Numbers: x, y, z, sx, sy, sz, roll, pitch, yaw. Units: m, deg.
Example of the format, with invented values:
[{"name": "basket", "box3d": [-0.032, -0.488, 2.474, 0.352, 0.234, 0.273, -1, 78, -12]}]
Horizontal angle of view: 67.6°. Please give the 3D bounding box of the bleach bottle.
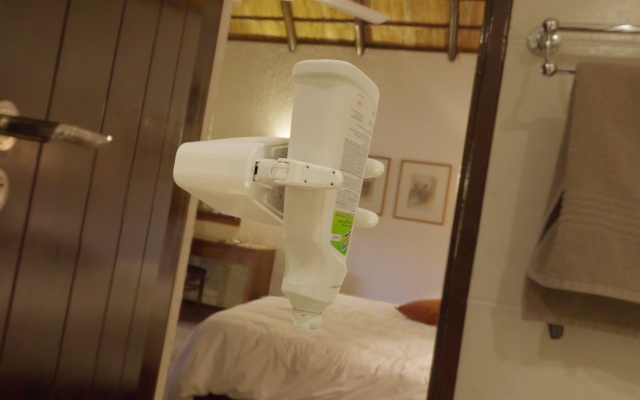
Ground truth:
[{"name": "bleach bottle", "box3d": [0.000, 0.002, 0.467, 0.068, 0.251, 0.102, 8, -3, 29]}]
